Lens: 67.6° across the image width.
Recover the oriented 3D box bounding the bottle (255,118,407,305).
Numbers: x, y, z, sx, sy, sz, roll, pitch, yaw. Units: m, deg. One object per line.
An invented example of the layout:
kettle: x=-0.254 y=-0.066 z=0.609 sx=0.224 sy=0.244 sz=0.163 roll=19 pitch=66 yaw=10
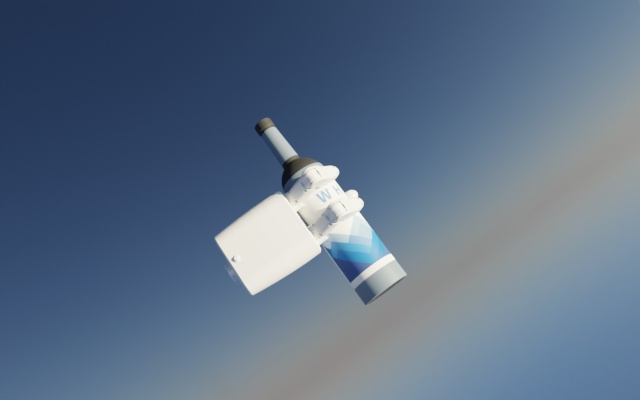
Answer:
bottle: x=0.000 y=0.002 z=0.654 sx=0.069 sy=0.295 sz=0.069 roll=-34 pitch=-16 yaw=-11
